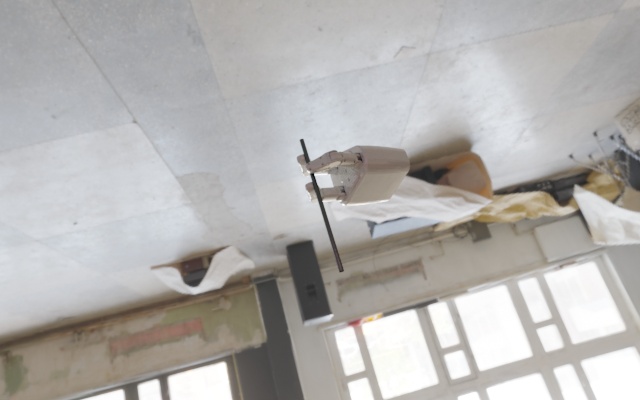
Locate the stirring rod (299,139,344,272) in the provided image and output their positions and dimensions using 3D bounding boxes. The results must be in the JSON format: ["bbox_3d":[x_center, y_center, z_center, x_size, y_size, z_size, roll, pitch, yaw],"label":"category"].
[{"bbox_3d":[0.000,0.002,0.781,0.011,0.239,0.011,-15,-21,-6],"label":"stirring rod"}]
